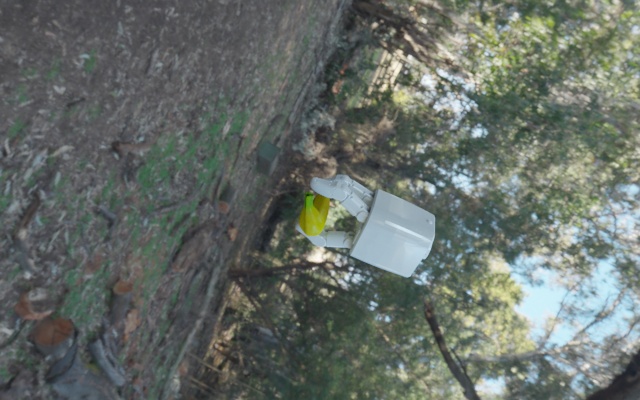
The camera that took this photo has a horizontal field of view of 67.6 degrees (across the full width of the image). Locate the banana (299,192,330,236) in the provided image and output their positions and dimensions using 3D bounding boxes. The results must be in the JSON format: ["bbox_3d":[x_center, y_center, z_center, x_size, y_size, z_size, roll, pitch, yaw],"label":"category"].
[{"bbox_3d":[-0.006,0.020,0.760,0.037,0.069,0.198,19,4,3],"label":"banana"}]
